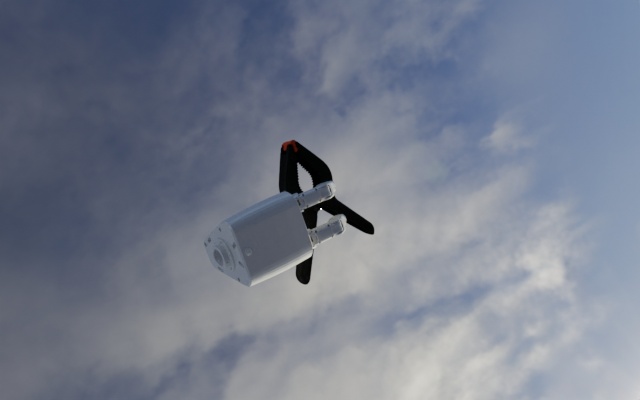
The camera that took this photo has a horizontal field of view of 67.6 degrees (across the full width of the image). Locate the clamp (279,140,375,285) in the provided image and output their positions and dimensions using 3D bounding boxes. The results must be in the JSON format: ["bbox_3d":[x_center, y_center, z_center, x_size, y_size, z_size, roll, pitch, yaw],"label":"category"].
[{"bbox_3d":[-0.001,0.002,0.742,0.164,0.210,0.036,-25,11,-35],"label":"clamp"}]
